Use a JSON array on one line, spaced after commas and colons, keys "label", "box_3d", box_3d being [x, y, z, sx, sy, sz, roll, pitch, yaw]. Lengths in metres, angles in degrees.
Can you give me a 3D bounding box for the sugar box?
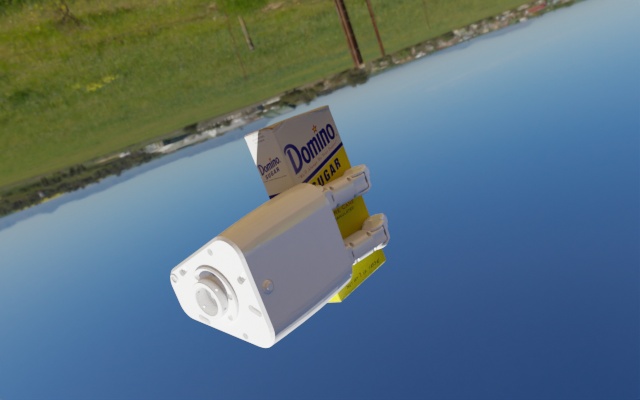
[{"label": "sugar box", "box_3d": [0.000, 0.002, 0.475, 0.048, 0.176, 0.093, -10, 15, 40]}]
